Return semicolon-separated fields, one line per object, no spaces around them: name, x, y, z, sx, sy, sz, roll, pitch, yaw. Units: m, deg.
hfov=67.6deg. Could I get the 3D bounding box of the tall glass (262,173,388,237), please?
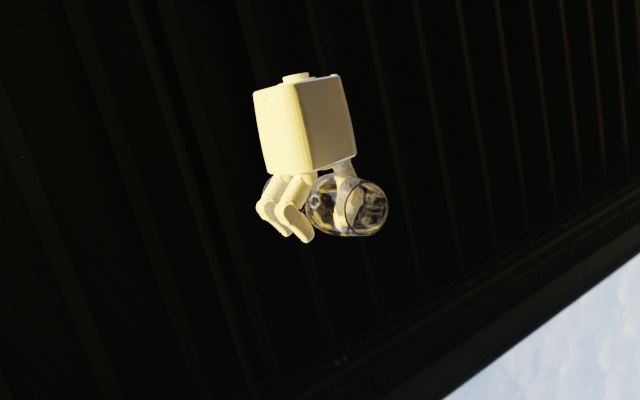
tall glass;0.000;0.002;0.619;0.079;0.079;0.201;0;5;-32
